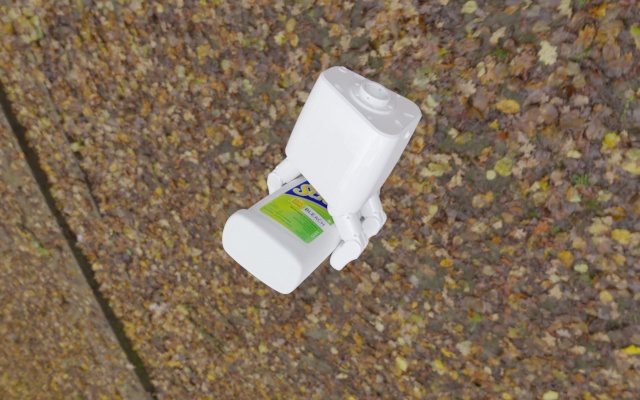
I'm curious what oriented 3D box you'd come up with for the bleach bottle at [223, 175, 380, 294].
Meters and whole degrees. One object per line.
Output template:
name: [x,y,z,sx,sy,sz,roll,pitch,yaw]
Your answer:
bleach bottle: [0.000,0.002,0.583,0.102,0.068,0.250,36,41,10]
